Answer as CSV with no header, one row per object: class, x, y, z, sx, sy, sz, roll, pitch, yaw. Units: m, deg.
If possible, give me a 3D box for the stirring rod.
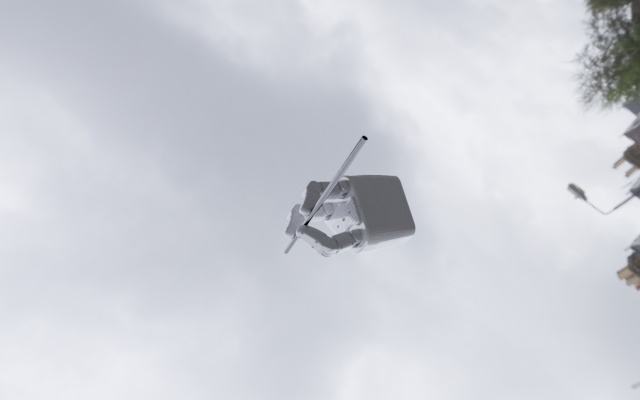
stirring rod,0.000,0.002,0.629,0.011,0.011,0.240,0,-38,-33
